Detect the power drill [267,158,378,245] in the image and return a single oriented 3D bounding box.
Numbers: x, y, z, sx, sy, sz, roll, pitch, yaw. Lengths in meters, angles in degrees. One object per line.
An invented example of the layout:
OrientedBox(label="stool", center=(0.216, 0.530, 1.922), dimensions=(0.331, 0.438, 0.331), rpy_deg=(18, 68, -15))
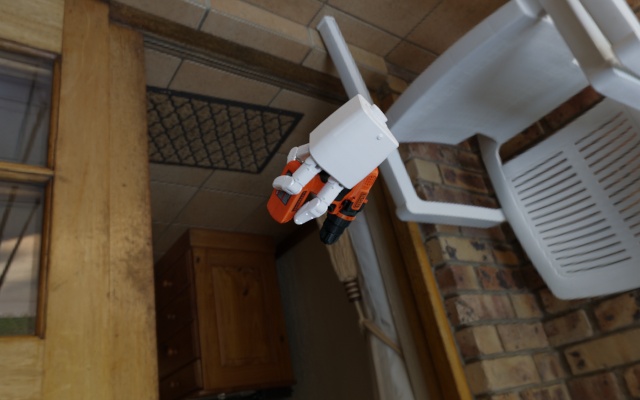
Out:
OrientedBox(label="power drill", center=(0.000, 0.003, 0.845), dimensions=(0.187, 0.184, 0.057), rpy_deg=(4, 32, -45))
